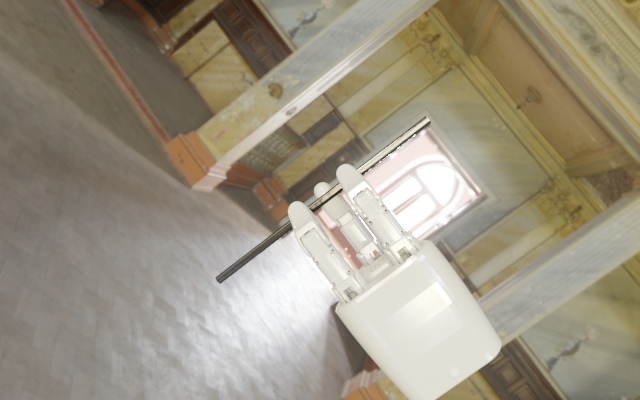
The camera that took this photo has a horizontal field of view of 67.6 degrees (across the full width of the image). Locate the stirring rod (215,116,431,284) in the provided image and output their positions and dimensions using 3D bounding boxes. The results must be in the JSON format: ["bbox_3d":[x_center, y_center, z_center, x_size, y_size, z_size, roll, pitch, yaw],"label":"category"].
[{"bbox_3d":[0.000,0.002,0.433,0.239,0.011,0.011,-37,-4,5],"label":"stirring rod"}]
